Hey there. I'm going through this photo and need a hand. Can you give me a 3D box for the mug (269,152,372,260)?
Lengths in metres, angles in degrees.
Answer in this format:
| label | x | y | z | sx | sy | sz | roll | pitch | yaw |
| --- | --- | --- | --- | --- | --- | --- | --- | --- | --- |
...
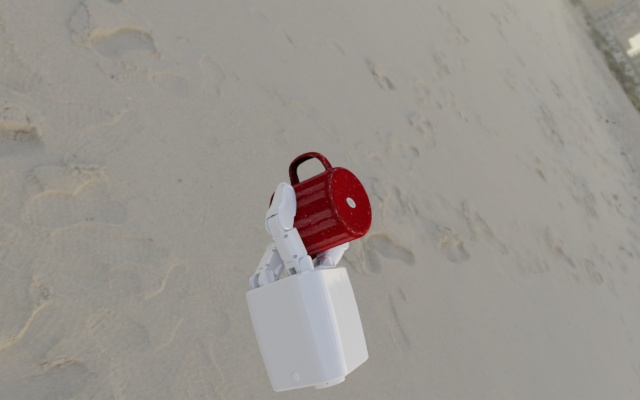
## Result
| label | x | y | z | sx | sy | sz | roll | pitch | yaw |
| --- | --- | --- | --- | --- | --- | --- | --- | --- | --- |
| mug | 0.000 | 0.000 | 0.535 | 0.081 | 0.117 | 0.093 | -23 | -12 | 33 |
